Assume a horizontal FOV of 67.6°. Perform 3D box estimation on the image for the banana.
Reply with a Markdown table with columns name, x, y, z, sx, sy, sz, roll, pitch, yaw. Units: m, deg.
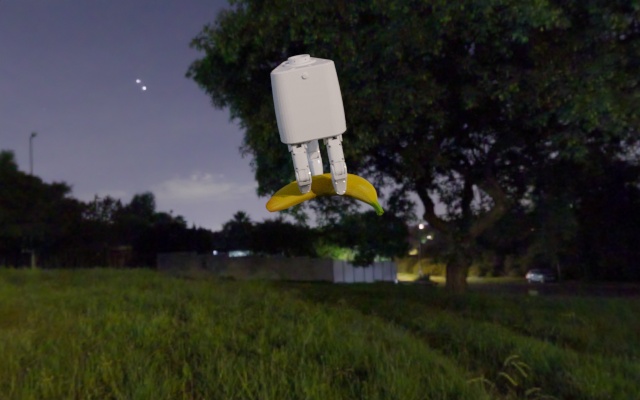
| name | x | y | z | sx | sy | sz | roll | pitch | yaw |
| --- | --- | --- | --- | --- | --- | --- | --- | --- | --- |
| banana | 0.006 | -0.013 | 0.787 | 0.198 | 0.069 | 0.037 | 0 | -32 | 15 |
